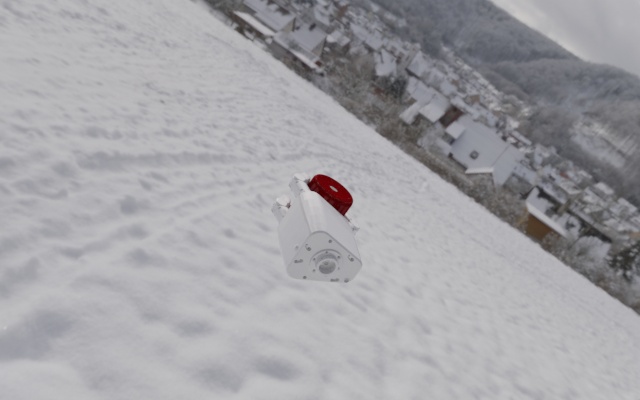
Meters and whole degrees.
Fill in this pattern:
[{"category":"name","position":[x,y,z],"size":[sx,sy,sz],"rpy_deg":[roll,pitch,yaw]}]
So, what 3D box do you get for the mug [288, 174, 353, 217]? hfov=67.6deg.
[{"category":"mug","position":[0.000,0.002,0.830],"size":[0.093,0.081,0.117],"rpy_deg":[25,24,-26]}]
